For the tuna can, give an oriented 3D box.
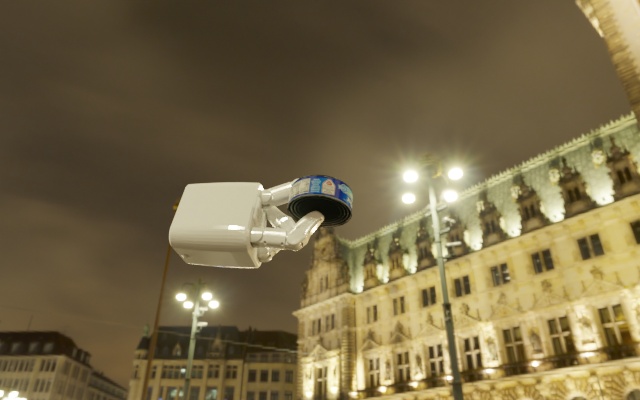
[{"bbox_3d":[0.000,0.002,0.634,0.086,0.033,0.086,5,-30,3],"label":"tuna can"}]
